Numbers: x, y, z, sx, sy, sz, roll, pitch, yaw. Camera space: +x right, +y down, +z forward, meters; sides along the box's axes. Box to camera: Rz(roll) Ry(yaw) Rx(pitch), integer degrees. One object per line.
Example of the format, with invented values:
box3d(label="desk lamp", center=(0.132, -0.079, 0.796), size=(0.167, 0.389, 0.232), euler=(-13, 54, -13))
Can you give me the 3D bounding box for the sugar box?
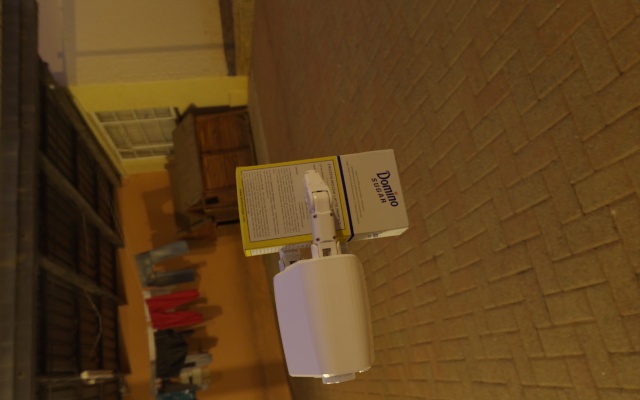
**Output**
box3d(label="sugar box", center=(0.000, 0.002, 0.521), size=(0.176, 0.093, 0.048), euler=(-6, -15, -10))
